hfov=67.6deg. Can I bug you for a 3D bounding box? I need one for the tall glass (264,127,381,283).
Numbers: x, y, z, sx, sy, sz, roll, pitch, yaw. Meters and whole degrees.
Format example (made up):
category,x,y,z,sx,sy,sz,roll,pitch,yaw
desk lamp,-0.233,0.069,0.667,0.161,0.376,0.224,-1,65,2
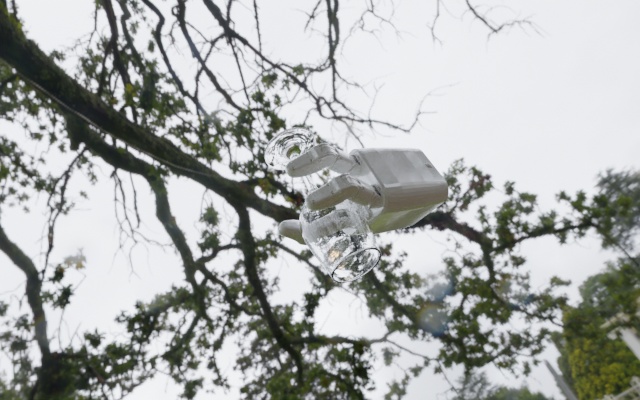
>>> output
category,x,y,z,sx,sy,sz,roll,pitch,yaw
tall glass,0.000,0.001,0.585,0.079,0.201,0.079,-19,-36,-14
